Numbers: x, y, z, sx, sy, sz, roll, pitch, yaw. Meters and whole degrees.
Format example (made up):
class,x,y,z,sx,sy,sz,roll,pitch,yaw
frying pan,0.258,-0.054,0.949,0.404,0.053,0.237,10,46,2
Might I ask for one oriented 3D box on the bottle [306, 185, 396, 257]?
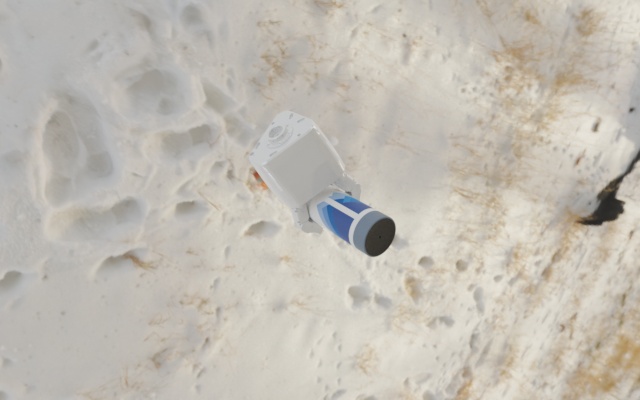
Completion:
class,x,y,z,sx,sy,sz,roll,pitch,yaw
bottle,0.000,0.003,0.813,0.069,0.069,0.295,0,21,-40
